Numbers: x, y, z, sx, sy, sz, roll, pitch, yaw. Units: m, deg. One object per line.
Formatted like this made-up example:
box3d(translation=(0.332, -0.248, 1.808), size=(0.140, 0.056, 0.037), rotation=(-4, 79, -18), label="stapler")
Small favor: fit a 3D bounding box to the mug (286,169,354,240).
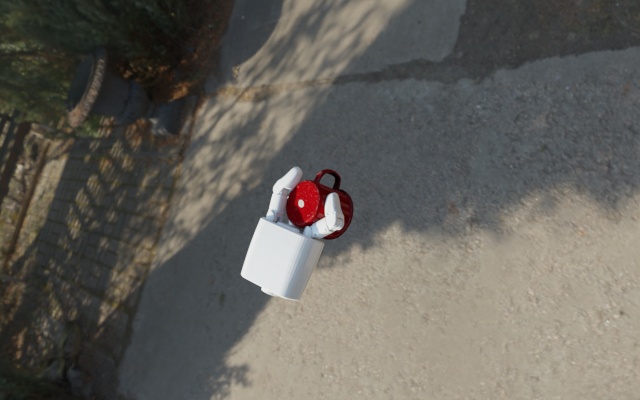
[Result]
box3d(translation=(0.001, 0.001, 0.816), size=(0.081, 0.117, 0.093), rotation=(22, 0, -45), label="mug")
